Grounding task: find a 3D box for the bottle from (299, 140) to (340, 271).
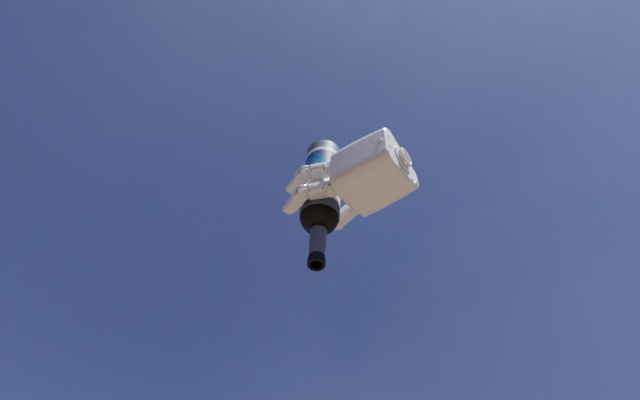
[{"bbox_3d":[0.000,0.003,0.813,0.069,0.069,0.295,0,39,3],"label":"bottle"}]
